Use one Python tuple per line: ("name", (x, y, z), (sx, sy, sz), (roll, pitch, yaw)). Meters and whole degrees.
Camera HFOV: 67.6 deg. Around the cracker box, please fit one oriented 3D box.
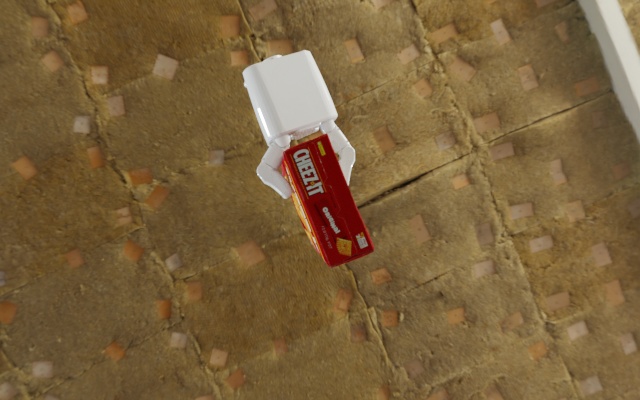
("cracker box", (0.000, 0.002, 0.705), (0.072, 0.164, 0.213), (-23, 1, -4))
